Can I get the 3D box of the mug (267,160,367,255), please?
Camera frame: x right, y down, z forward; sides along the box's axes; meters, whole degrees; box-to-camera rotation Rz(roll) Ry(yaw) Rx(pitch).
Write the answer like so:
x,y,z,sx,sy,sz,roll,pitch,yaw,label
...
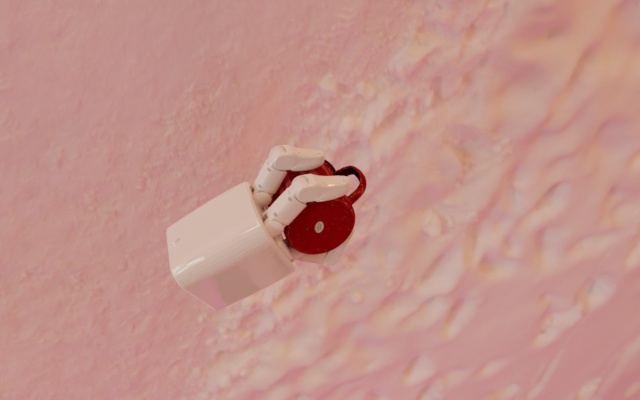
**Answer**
x,y,z,sx,sy,sz,roll,pitch,yaw,label
0.001,0.001,0.547,0.117,0.093,0.081,-29,40,0,mug
